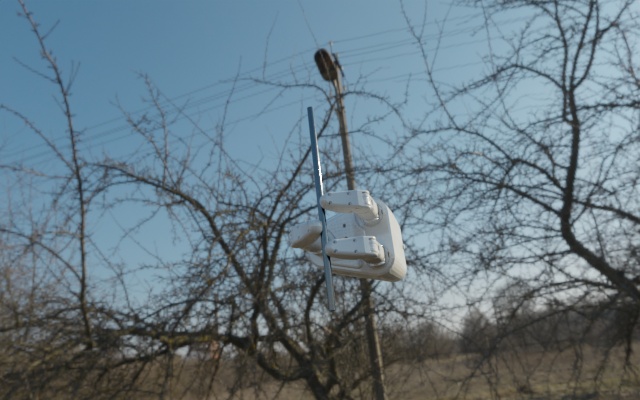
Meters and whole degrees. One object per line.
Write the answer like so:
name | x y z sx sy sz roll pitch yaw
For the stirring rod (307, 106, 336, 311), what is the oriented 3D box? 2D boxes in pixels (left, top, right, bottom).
stirring rod | 0.000 0.002 0.536 0.011 0.239 0.011 -6 -19 -2
